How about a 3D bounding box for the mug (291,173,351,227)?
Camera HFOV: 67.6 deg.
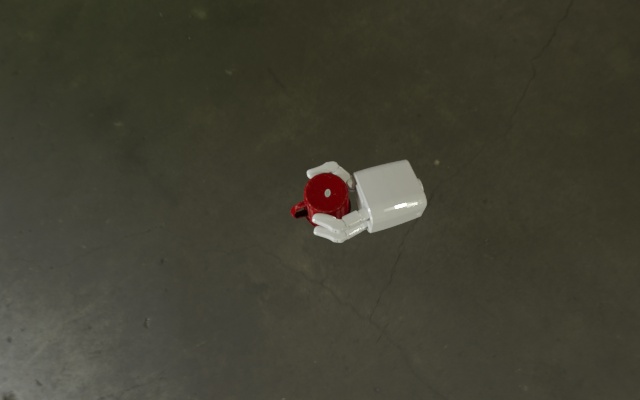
[{"bbox_3d":[-0.001,0.003,0.892,0.117,0.093,0.081,-18,-20,-4],"label":"mug"}]
